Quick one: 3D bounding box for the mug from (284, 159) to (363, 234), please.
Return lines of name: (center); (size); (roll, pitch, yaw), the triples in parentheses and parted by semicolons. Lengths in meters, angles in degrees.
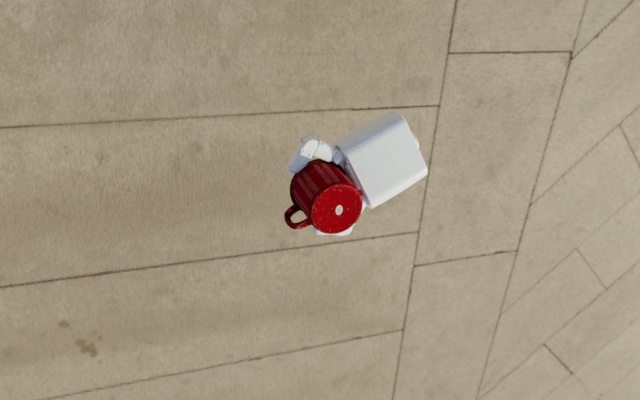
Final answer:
mug: (-0.001, 0.003, 0.693); (0.117, 0.093, 0.081); (-31, 33, -4)
